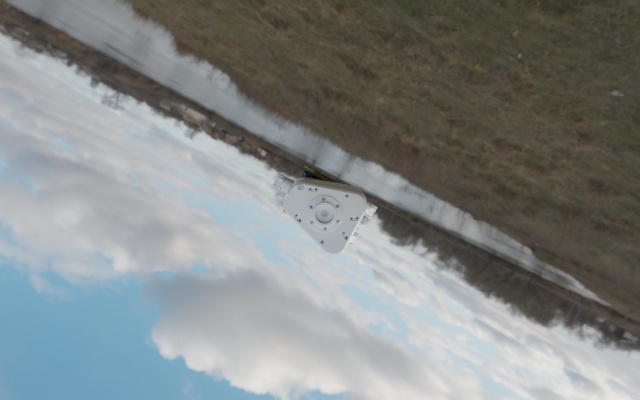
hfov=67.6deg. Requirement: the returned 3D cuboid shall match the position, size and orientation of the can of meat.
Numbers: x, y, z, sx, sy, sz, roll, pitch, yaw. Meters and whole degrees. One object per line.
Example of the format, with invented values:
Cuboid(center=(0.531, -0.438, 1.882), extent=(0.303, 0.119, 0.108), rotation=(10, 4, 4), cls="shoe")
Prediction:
Cuboid(center=(0.000, 0.003, 0.788), extent=(0.102, 0.084, 0.057), rotation=(28, 4, -3), cls="can of meat")
